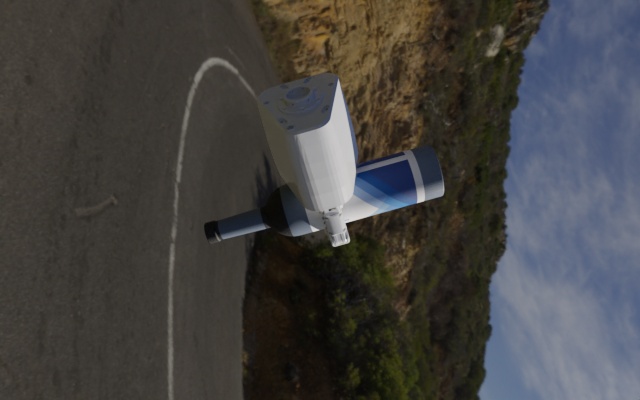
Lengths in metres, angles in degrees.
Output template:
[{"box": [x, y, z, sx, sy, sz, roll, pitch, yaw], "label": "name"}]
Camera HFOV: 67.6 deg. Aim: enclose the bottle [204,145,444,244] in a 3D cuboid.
[{"box": [0.000, 0.002, 0.596, 0.296, 0.069, 0.069, -16, -1, 2], "label": "bottle"}]
